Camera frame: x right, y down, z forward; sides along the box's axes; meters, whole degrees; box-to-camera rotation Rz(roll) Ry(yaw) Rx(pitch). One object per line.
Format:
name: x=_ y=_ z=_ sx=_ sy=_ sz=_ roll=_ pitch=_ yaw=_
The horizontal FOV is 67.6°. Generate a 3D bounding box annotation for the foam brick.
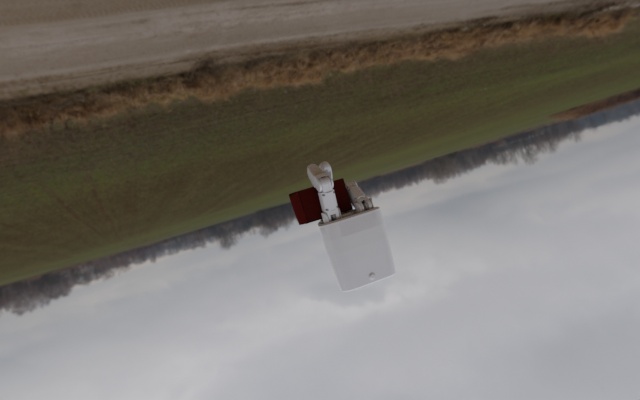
foam brick: x=0.000 y=0.002 z=0.733 sx=0.078 sy=0.051 sz=0.053 roll=-17 pitch=1 yaw=-18
